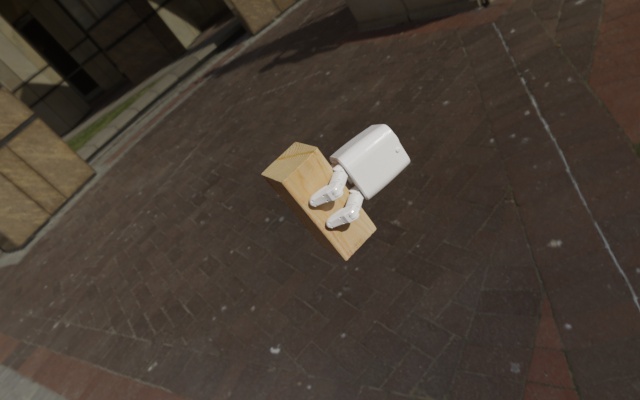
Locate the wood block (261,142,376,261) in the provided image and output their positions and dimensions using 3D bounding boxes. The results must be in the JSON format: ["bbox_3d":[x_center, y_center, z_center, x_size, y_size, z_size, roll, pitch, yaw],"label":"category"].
[{"bbox_3d":[0.000,0.002,0.876,0.206,0.090,0.091,52,-14,-29],"label":"wood block"}]
